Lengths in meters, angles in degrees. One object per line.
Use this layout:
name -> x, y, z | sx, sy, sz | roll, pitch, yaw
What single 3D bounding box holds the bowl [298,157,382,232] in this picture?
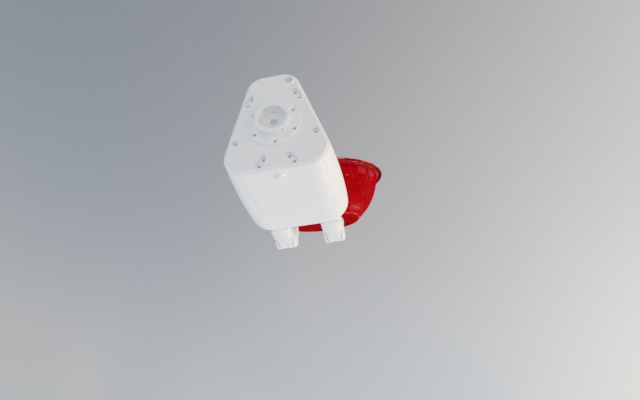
bowl -> 0.001, 0.003, 0.600 | 0.162, 0.055, 0.162 | -6, -17, -2
